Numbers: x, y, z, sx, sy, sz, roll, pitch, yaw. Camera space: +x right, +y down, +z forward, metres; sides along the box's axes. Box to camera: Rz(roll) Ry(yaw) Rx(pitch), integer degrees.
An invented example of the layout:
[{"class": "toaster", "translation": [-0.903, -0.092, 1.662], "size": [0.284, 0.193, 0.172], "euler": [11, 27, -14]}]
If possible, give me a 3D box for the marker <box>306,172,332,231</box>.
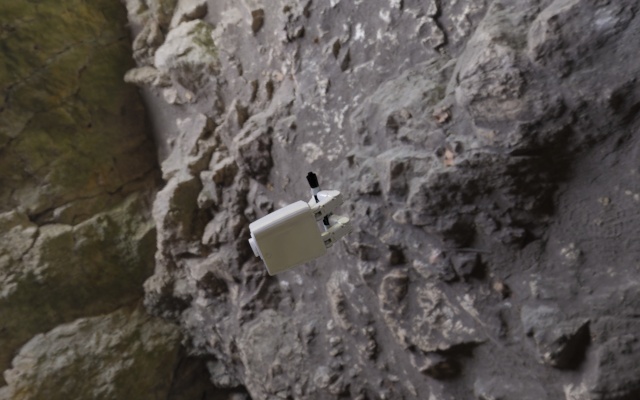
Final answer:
[{"class": "marker", "translation": [0.000, 0.003, 0.872], "size": [0.020, 0.121, 0.020], "euler": [-17, 23, 7]}]
